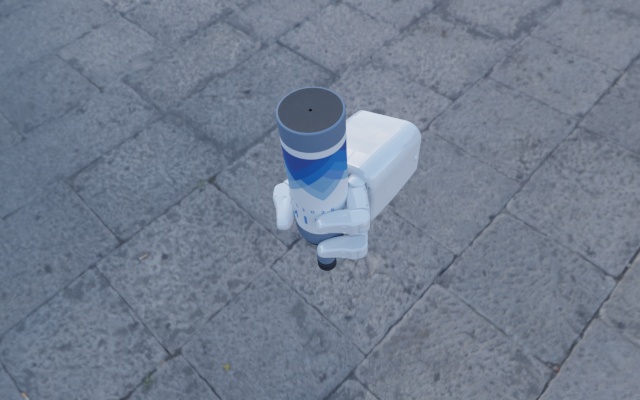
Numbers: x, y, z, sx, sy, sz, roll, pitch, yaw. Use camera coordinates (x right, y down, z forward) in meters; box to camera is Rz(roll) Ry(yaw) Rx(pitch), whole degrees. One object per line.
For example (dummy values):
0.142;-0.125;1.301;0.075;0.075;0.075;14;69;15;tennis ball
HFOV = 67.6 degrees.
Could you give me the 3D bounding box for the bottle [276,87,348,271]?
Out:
0.000;0.002;0.567;0.069;0.069;0.296;0;-36;5;bottle
